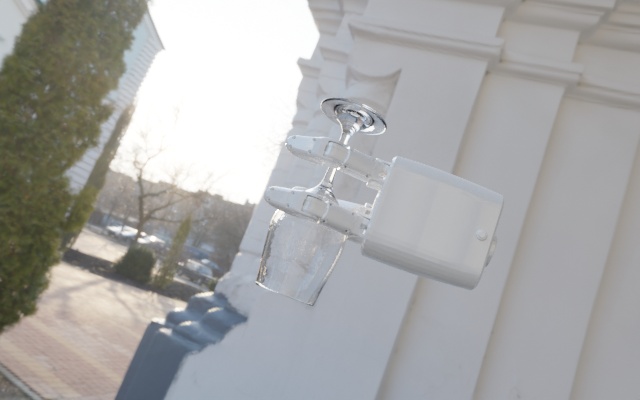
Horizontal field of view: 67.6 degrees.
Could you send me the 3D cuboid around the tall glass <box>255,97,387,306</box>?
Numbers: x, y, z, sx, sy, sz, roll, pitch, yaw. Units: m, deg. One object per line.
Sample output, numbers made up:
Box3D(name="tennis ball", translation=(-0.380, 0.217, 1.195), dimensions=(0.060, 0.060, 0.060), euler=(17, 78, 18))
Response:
Box3D(name="tall glass", translation=(0.000, 0.001, 0.485), dimensions=(0.079, 0.201, 0.079), euler=(21, -12, 4))
